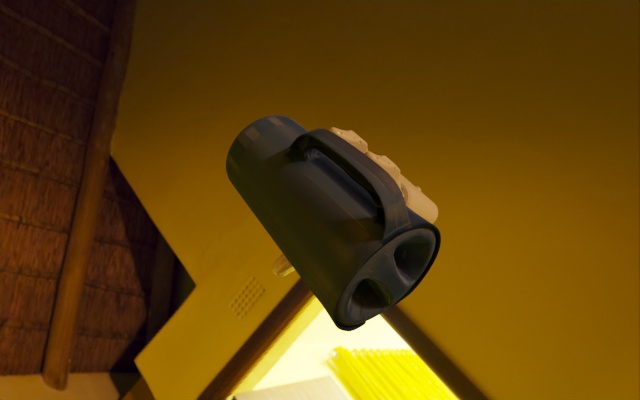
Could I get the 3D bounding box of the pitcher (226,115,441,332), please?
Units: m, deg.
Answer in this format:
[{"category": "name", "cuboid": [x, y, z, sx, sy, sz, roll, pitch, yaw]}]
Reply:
[{"category": "pitcher", "cuboid": [0.000, 0.002, 0.508, 0.242, 0.149, 0.145, 45, 14, 34]}]
